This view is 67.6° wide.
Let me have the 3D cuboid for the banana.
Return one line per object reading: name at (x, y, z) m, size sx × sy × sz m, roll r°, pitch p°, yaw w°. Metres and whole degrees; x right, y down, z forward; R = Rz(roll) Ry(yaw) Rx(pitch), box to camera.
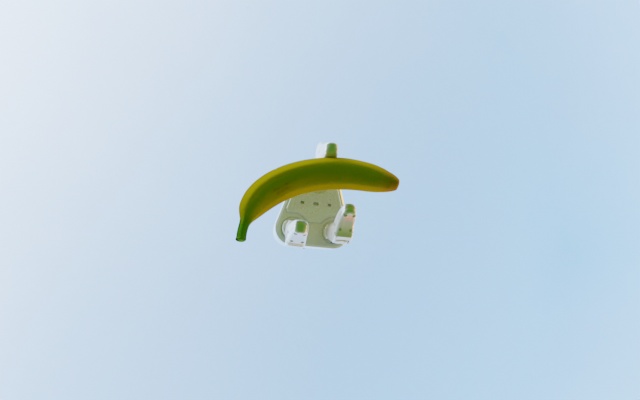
banana at (-0.010, -0.014, 0.538) m, size 0.198 × 0.069 × 0.037 m, roll -19°, pitch -8°, yaw -13°
